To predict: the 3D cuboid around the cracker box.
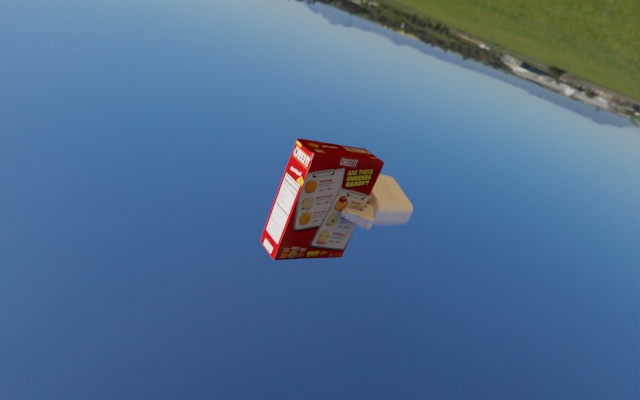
[{"bbox_3d":[0.000,0.003,0.873,0.164,0.214,0.072,3,28,-39],"label":"cracker box"}]
